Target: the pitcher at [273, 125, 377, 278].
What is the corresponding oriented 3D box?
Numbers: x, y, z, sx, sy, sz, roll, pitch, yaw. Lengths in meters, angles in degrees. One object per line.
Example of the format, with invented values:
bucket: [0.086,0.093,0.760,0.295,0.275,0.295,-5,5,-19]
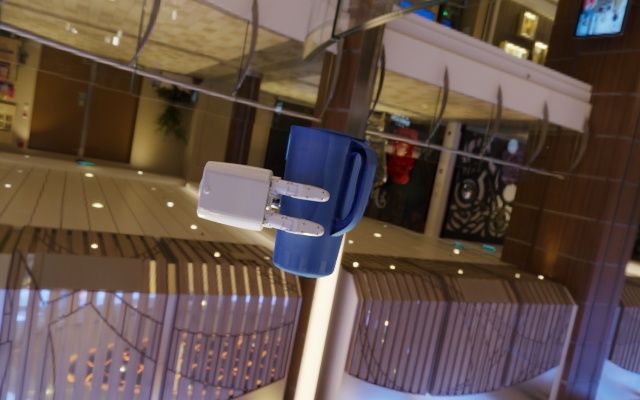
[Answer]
pitcher: [0.000,0.003,0.796,0.145,0.243,0.149,11,5,-1]
